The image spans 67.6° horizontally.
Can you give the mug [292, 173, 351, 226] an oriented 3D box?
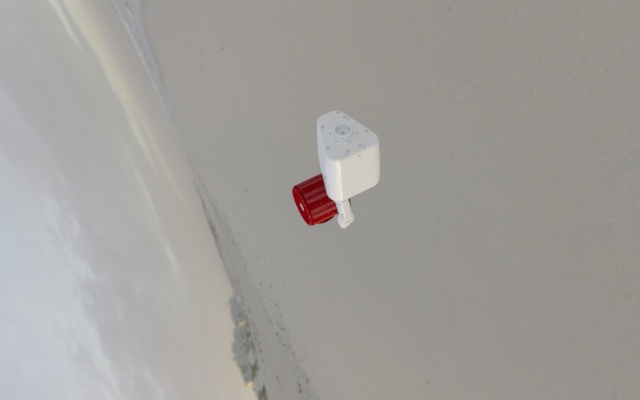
[{"bbox_3d":[0.000,0.004,0.899,0.081,0.093,0.117,-25,-36,-13],"label":"mug"}]
